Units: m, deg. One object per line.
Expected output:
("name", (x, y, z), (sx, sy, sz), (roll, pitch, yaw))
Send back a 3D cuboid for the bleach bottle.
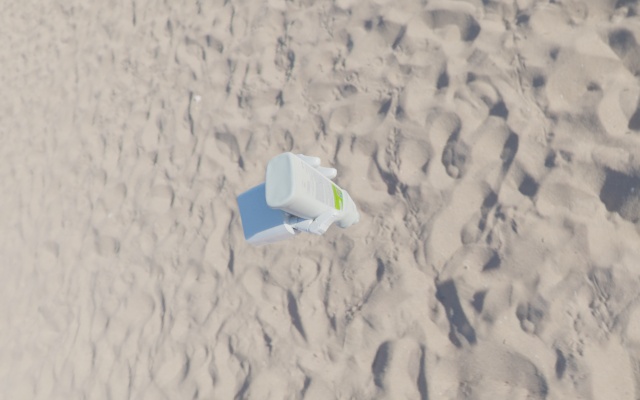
("bleach bottle", (0.000, 0.003, 0.900), (0.068, 0.102, 0.251), (-19, -30, 29))
